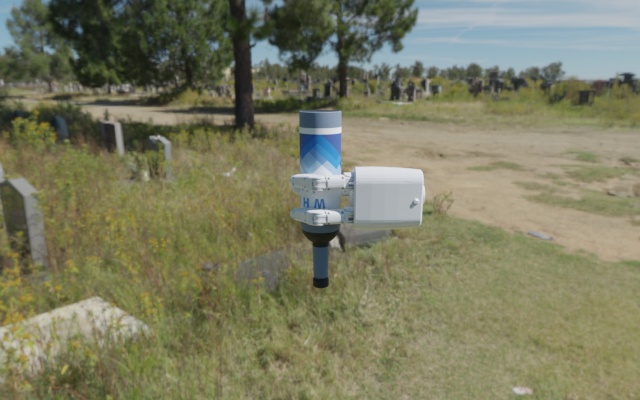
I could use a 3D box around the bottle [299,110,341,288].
[{"bbox_3d":[0.000,0.002,0.784,0.069,0.296,0.069,0,14,0],"label":"bottle"}]
